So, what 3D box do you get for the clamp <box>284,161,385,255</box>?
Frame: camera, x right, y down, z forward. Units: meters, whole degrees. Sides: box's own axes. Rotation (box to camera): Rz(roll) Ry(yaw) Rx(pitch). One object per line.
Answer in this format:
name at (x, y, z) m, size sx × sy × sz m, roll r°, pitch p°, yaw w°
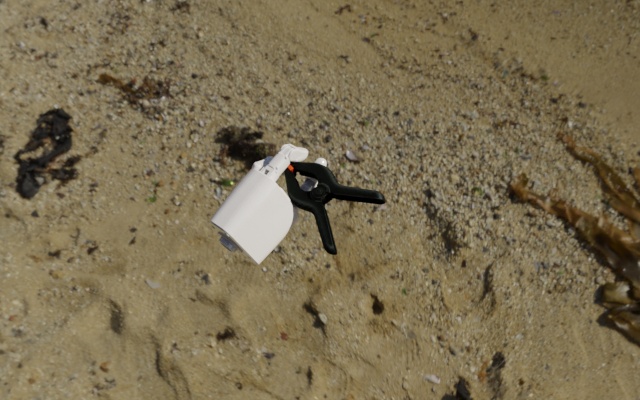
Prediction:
clamp at (0.000, 0.002, 0.740) m, size 0.171 × 0.120 × 0.039 m, roll 30°, pitch -19°, yaw 25°
